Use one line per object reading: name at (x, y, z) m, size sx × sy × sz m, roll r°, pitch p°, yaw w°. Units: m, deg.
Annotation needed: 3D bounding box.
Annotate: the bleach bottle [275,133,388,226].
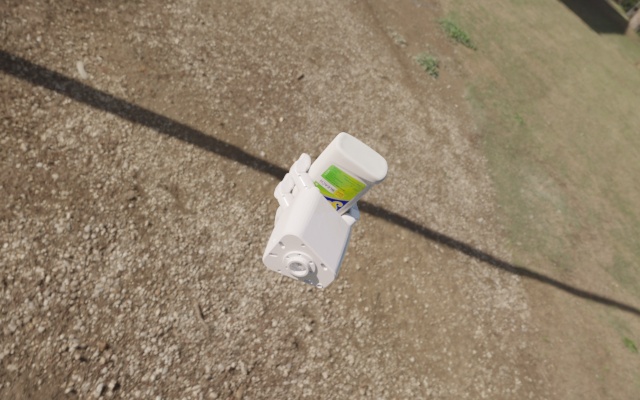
bleach bottle at (0.000, 0.003, 0.817) m, size 0.102 × 0.251 × 0.068 m, roll 33°, pitch 38°, yaw -10°
